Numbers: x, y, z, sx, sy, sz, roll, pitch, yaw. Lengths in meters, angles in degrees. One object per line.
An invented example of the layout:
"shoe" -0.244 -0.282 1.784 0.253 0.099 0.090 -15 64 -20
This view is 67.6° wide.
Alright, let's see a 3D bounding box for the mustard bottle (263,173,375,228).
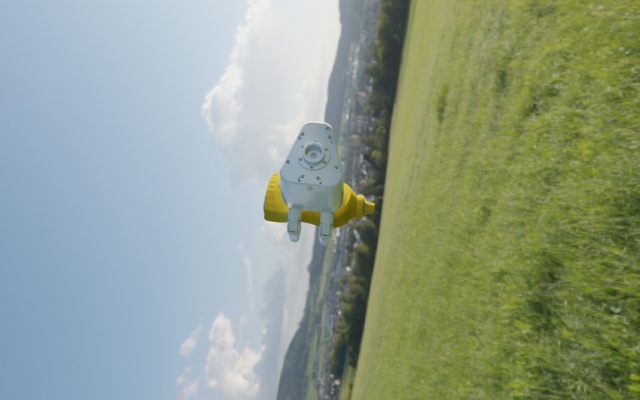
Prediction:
"mustard bottle" 0.000 0.003 0.846 0.191 0.096 0.058 7 -44 3
